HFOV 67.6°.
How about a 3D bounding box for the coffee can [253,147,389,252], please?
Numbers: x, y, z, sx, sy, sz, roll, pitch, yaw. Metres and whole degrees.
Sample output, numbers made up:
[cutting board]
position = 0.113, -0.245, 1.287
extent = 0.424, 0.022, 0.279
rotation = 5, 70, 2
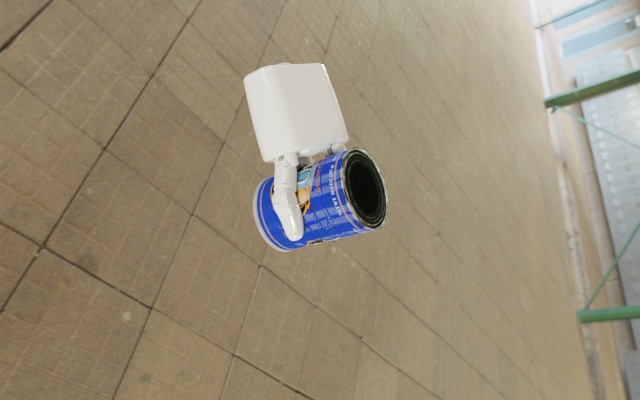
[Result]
[coffee can]
position = 0.000, 0.002, 0.603
extent = 0.140, 0.103, 0.103
rotation = -16, -9, 34
